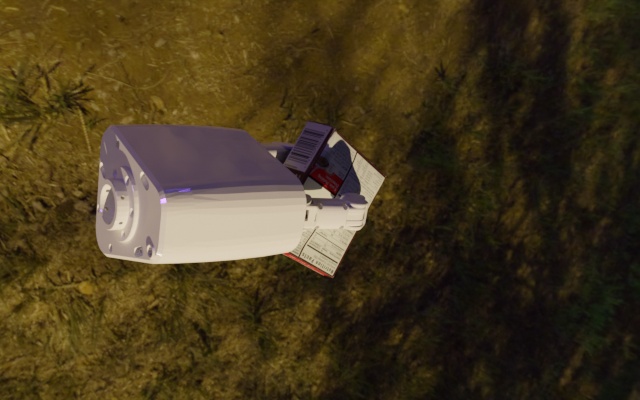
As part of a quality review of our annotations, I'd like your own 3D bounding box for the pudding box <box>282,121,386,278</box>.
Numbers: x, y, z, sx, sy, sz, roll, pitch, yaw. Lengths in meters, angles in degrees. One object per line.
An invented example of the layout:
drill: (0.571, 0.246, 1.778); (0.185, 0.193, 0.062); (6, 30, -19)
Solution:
pudding box: (0.000, 0.001, 0.424); (0.039, 0.113, 0.090); (23, -10, 46)
